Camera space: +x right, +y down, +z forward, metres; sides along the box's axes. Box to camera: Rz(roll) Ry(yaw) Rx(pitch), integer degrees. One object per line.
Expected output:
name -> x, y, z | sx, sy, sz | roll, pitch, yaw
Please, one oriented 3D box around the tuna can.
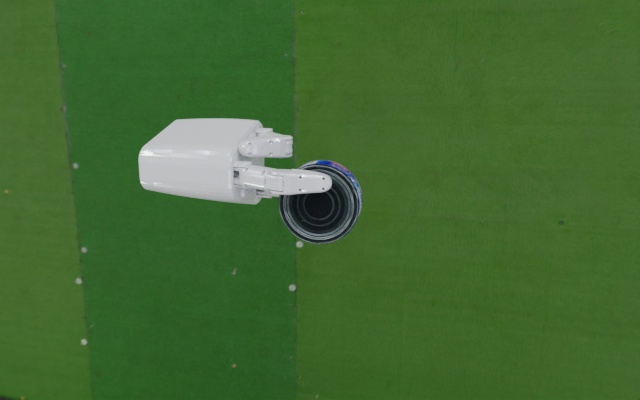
tuna can -> 0.000, 0.002, 0.500 | 0.086, 0.086, 0.033 | 0, 11, 9
